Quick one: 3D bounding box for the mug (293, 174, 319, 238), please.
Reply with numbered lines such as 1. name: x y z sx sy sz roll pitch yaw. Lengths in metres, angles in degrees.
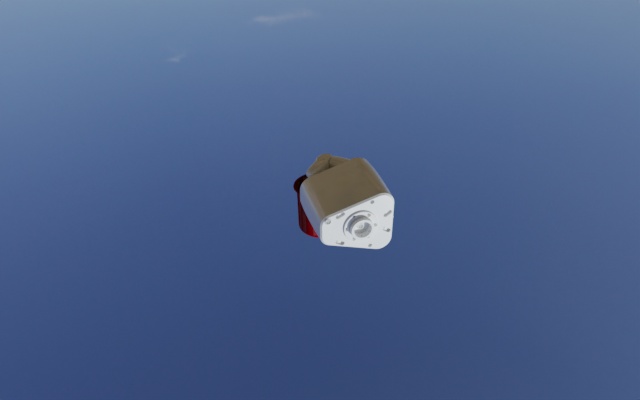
1. mug: 0.000 0.002 0.804 0.093 0.081 0.117 -8 31 -12
